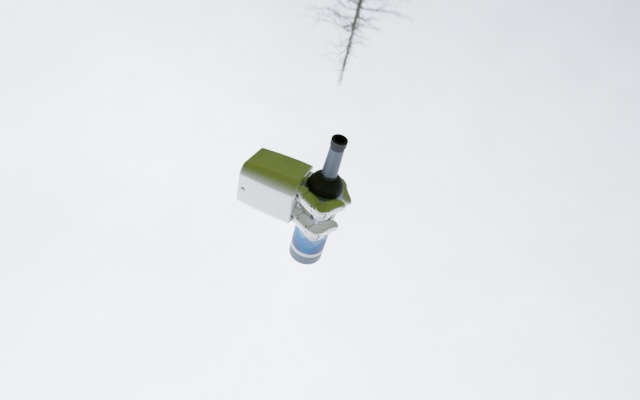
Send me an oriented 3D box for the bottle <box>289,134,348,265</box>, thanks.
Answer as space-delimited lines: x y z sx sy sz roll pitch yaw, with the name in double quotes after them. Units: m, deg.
0.000 0.003 0.859 0.069 0.069 0.296 0 -43 -17 "bottle"
